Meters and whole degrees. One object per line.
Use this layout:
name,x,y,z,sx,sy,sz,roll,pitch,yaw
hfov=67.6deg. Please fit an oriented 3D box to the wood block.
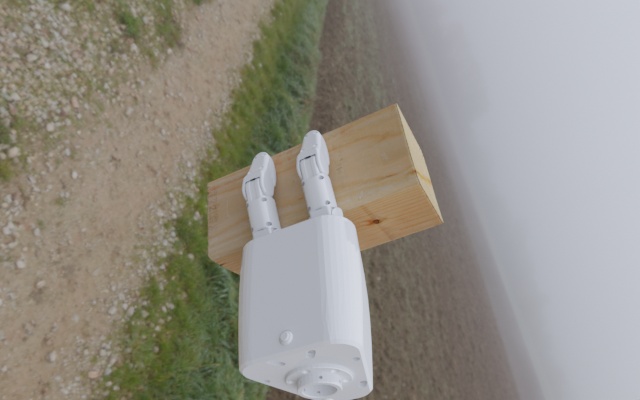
wood block,0.000,0.002,0.468,0.206,0.090,0.091,-20,-33,18
